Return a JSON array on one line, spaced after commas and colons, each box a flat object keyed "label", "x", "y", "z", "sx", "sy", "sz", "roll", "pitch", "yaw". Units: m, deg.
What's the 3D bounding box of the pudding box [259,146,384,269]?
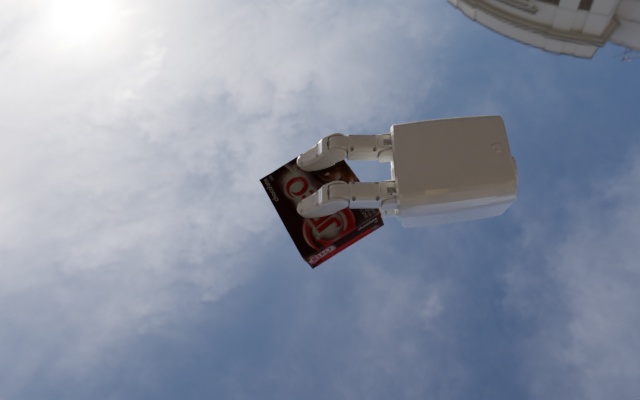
[{"label": "pudding box", "x": 0.000, "y": 0.002, "z": 0.505, "sx": 0.090, "sy": 0.113, "sz": 0.039, "roll": -32, "pitch": -32, "yaw": -2}]
